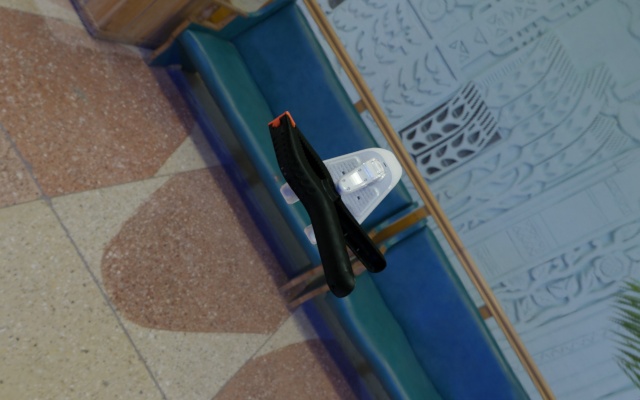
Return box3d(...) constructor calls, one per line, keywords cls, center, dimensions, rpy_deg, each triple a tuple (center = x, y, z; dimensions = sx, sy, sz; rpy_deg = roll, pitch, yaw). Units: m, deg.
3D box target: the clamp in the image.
box3d(cls="clamp", center=(0.001, 0.001, 0.501), dimensions=(0.036, 0.210, 0.164), rpy_deg=(-31, -2, 15))
